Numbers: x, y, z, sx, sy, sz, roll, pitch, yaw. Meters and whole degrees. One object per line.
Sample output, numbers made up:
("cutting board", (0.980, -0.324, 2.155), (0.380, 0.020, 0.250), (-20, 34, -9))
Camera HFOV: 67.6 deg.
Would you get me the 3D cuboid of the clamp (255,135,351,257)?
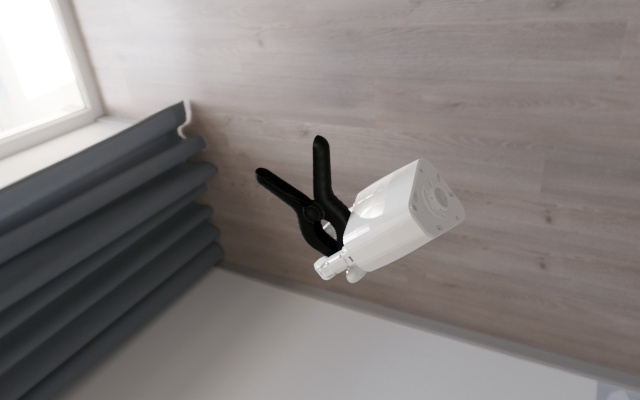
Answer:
("clamp", (0.000, 0.002, 0.616), (0.120, 0.171, 0.039), (-34, 7, 41))
